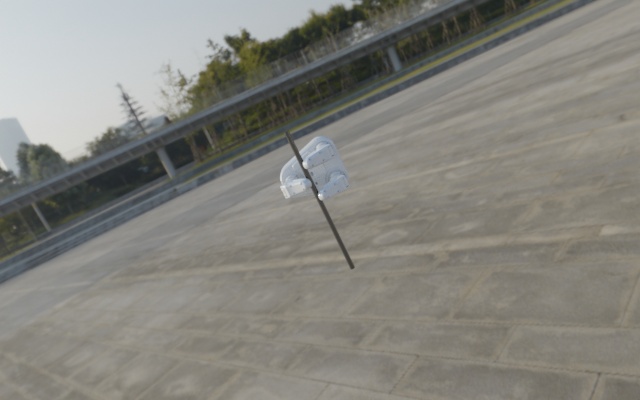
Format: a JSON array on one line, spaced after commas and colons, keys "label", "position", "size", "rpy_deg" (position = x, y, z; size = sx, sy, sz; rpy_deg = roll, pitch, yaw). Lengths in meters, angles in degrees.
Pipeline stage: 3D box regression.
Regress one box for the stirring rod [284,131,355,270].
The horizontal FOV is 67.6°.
[{"label": "stirring rod", "position": [0.000, 0.003, 0.743], "size": [0.011, 0.239, 0.011], "rpy_deg": [-25, 11, 5]}]
